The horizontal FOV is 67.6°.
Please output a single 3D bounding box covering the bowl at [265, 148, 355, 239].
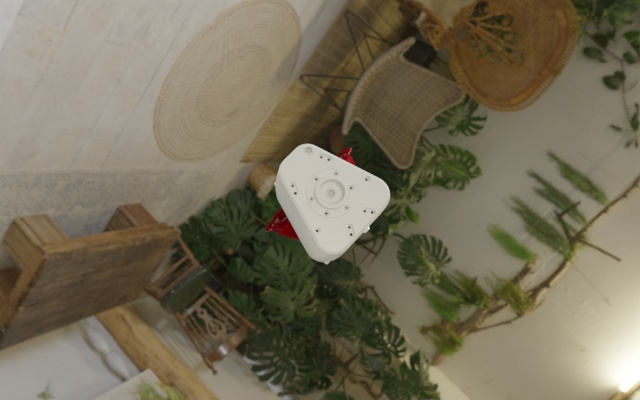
[{"bbox_3d":[0.000,0.002,0.656,0.162,0.055,0.162,-43,8,8],"label":"bowl"}]
